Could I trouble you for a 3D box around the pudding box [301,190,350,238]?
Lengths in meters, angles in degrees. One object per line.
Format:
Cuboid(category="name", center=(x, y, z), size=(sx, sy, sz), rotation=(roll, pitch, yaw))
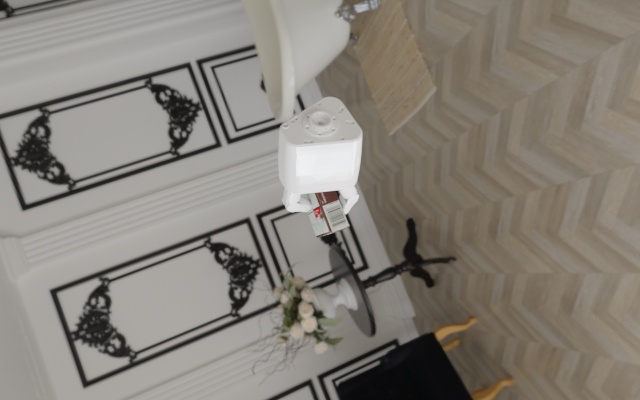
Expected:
Cuboid(category="pudding box", center=(0.000, 0.003, 0.806), size=(0.039, 0.113, 0.090), rotation=(-19, -3, -17))
